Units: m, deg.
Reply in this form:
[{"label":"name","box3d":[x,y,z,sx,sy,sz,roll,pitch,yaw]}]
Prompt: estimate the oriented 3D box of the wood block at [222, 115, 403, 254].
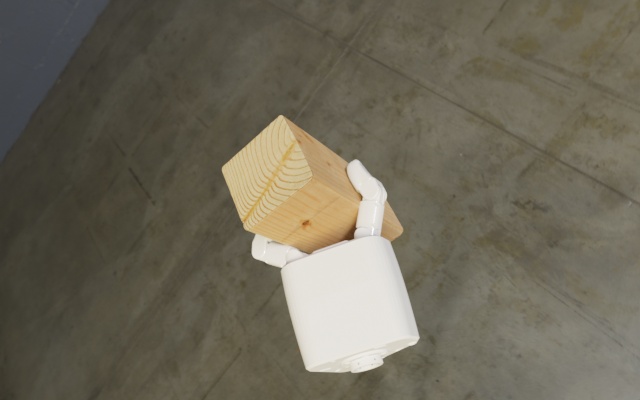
[{"label":"wood block","box3d":[0.000,0.002,0.549,0.091,0.090,0.206,-38,-34,17]}]
